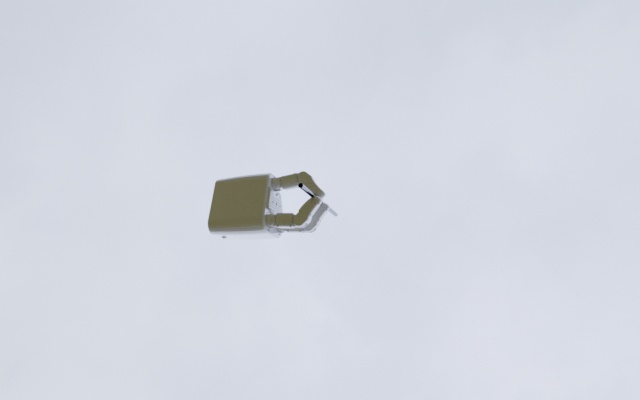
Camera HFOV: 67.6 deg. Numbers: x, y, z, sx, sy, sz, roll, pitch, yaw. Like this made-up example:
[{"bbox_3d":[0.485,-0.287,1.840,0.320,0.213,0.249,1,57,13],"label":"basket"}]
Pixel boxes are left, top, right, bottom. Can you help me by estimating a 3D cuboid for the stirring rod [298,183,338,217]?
[{"bbox_3d":[0.000,0.003,0.834,0.011,0.011,0.239,0,-12,15],"label":"stirring rod"}]
